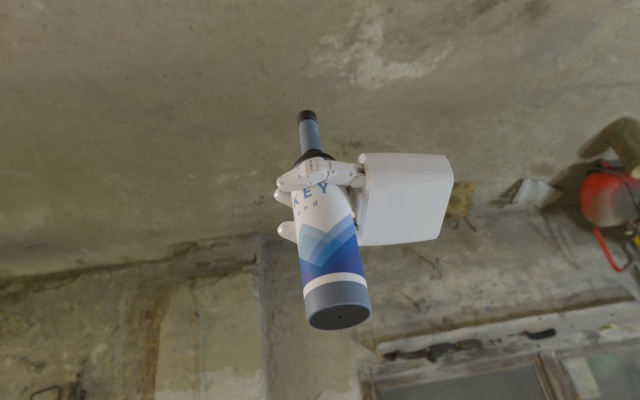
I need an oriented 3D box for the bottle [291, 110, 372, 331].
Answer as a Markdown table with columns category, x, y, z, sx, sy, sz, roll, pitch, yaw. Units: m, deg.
| category | x | y | z | sx | sy | sz | roll | pitch | yaw |
| --- | --- | --- | --- | --- | --- | --- | --- | --- | --- |
| bottle | 0.000 | 0.002 | 0.569 | 0.069 | 0.295 | 0.069 | -6 | -37 | -5 |
